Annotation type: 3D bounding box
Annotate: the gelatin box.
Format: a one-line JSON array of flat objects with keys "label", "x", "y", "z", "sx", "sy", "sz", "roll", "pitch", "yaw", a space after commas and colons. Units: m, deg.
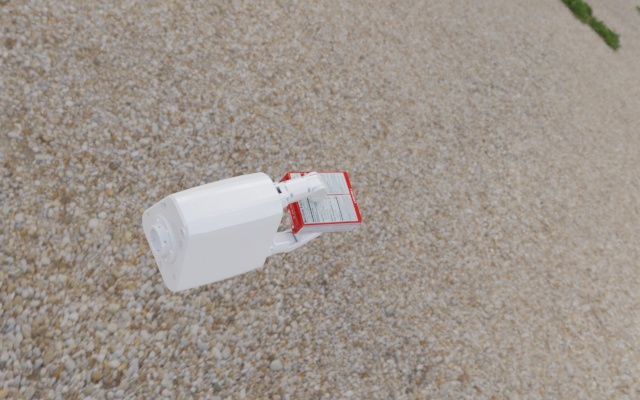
[{"label": "gelatin box", "x": 0.001, "y": 0.002, "z": 0.590, "sx": 0.089, "sy": 0.073, "sz": 0.030, "roll": -2, "pitch": -27, "yaw": -30}]
